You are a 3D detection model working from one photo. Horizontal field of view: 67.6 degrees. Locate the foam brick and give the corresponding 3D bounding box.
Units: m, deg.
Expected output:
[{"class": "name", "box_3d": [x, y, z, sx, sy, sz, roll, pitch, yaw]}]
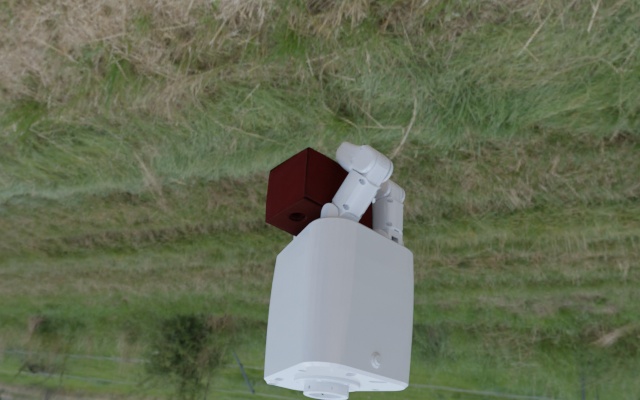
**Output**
[{"class": "foam brick", "box_3d": [0.000, 0.001, 0.403, 0.078, 0.051, 0.053, 28, -38, -32]}]
